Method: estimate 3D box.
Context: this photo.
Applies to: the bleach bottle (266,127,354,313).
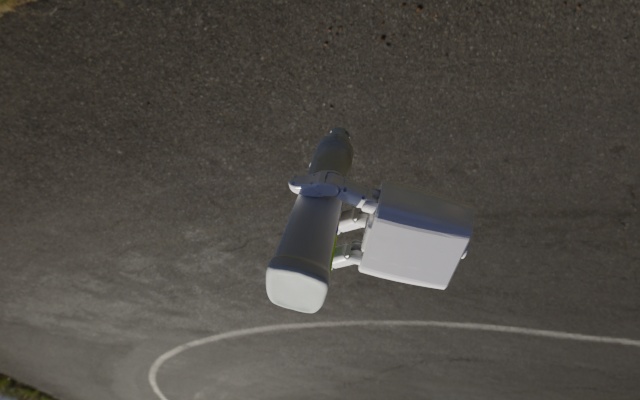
[{"bbox_3d":[0.000,0.002,0.582,0.068,0.250,0.103,14,-35,2],"label":"bleach bottle"}]
